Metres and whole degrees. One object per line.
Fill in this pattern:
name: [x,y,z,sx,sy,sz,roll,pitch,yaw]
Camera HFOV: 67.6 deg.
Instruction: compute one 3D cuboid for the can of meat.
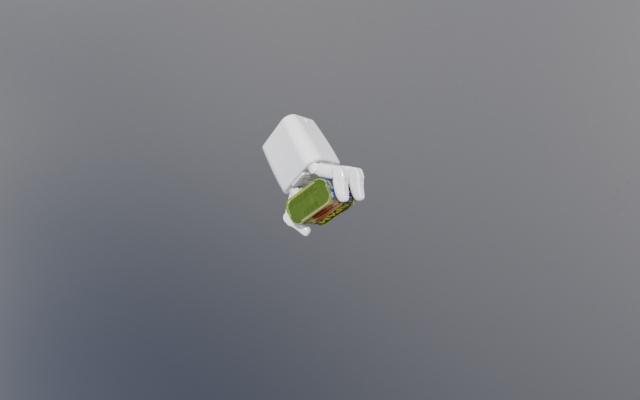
can of meat: [0.000,0.003,0.856,0.102,0.057,0.084,-36,-20,26]
